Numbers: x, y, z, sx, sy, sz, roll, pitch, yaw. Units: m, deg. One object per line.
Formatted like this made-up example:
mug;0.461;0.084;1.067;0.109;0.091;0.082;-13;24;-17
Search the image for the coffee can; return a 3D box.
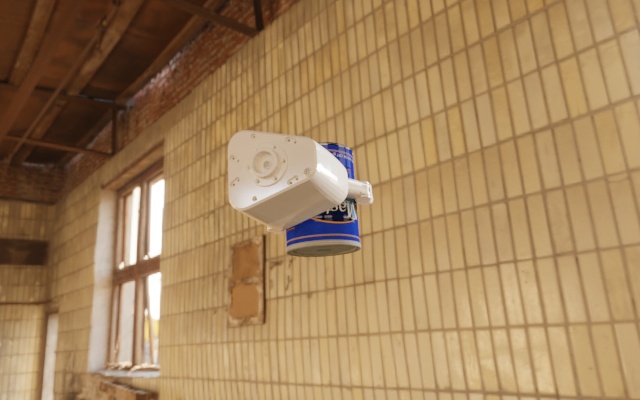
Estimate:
coffee can;0.000;0.002;0.668;0.103;0.140;0.103;-3;-15;-1
